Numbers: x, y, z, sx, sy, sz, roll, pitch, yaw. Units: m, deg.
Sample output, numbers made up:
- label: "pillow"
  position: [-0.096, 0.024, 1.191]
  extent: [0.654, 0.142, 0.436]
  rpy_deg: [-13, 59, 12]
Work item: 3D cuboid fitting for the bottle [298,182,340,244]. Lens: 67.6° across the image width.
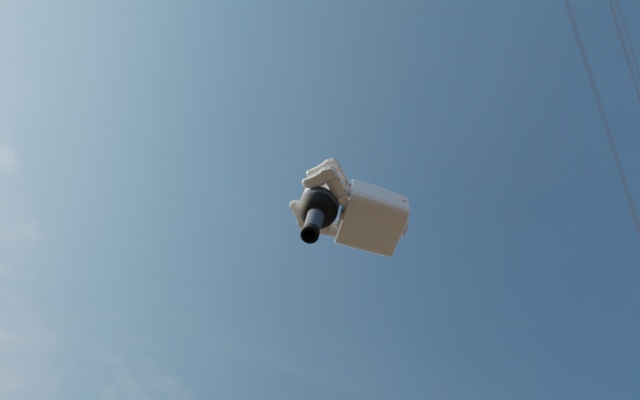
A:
- label: "bottle"
  position: [0.000, 0.003, 0.824]
  extent: [0.069, 0.069, 0.295]
  rpy_deg: [0, 19, 7]
